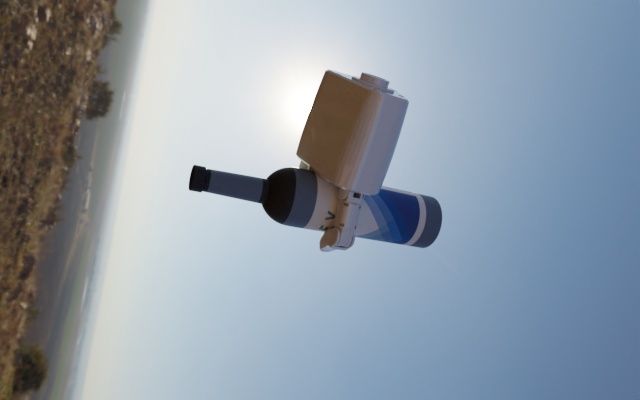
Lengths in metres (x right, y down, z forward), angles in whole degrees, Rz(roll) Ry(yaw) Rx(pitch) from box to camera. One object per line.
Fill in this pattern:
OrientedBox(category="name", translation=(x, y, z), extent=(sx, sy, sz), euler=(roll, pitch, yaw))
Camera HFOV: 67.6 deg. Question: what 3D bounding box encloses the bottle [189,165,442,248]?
OrientedBox(category="bottle", translation=(0.000, 0.002, 0.549), extent=(0.296, 0.069, 0.069), euler=(11, -4, -22))
